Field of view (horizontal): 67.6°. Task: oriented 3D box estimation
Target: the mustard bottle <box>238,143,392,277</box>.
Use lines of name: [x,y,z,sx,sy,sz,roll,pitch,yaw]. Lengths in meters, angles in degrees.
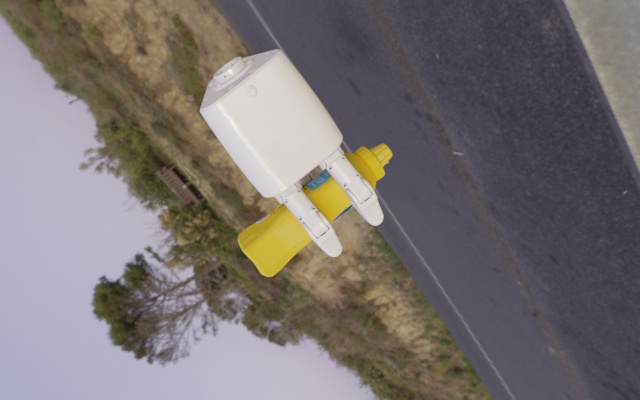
mustard bottle: [0.000,0.002,0.526,0.191,0.058,0.096,-39,4,-4]
